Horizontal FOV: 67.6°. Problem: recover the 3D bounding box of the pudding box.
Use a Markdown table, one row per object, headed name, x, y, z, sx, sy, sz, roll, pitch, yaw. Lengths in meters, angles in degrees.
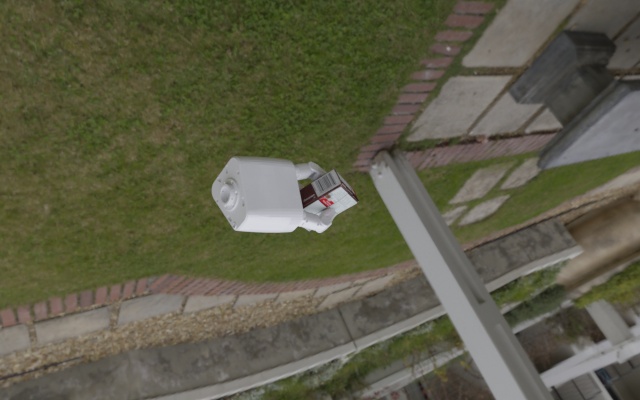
| name | x | y | z | sx | sy | sz | roll | pitch | yaw |
| --- | --- | --- | --- | --- | --- | --- | --- | --- | --- |
| pudding box | 0.000 | 0.003 | 0.837 | 0.113 | 0.039 | 0.090 | -30 | -28 | 12 |
